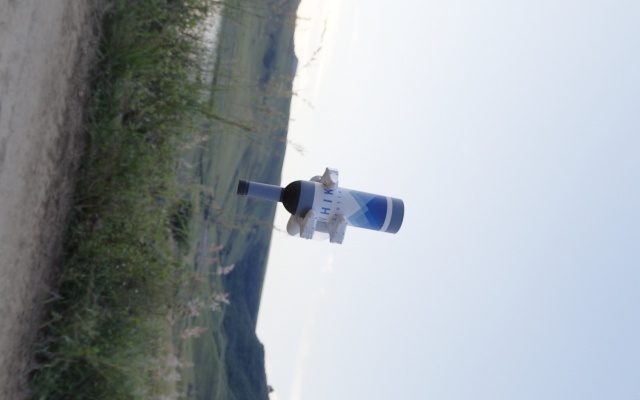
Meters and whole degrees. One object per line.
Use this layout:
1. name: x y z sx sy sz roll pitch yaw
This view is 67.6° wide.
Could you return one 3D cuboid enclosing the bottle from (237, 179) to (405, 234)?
1. bottle: 0.000 0.003 0.850 0.296 0.069 0.069 11 -2 -11
